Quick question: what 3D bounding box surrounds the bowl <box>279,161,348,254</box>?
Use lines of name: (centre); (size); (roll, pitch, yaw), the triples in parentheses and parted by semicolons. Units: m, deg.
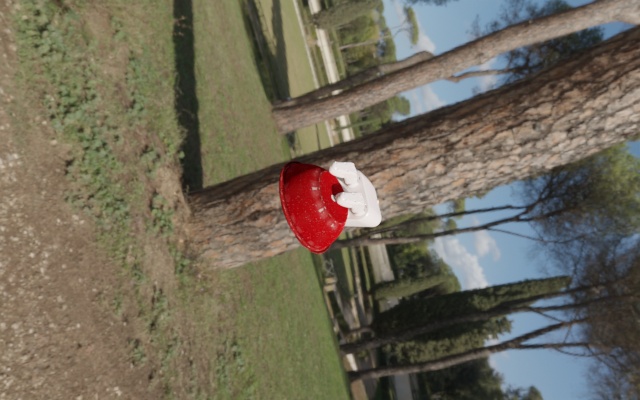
bowl: (0.000, 0.003, 0.785); (0.055, 0.162, 0.162); (-20, -9, 27)
